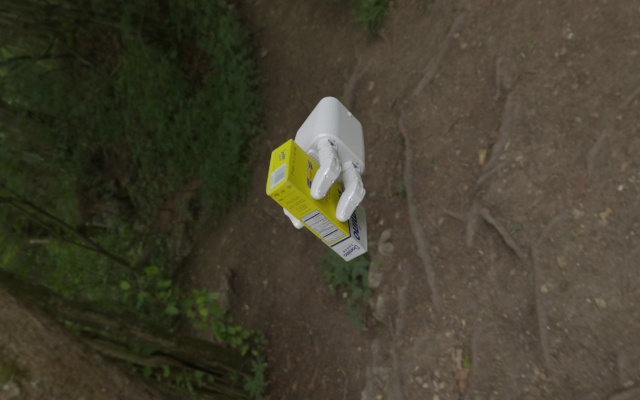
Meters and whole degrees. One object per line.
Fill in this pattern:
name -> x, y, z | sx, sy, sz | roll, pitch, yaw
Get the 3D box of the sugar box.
sugar box -> 0.000, 0.002, 0.688 | 0.048, 0.093, 0.176 | -33, -55, 29
